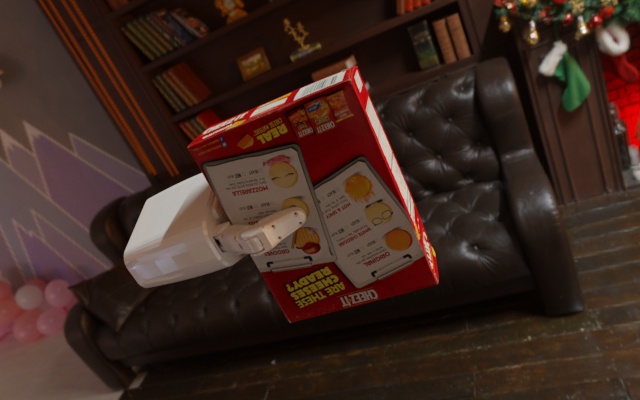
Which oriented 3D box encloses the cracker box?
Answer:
[{"bbox_3d":[0.000,0.001,0.465,0.164,0.214,0.072,-19,23,19],"label":"cracker box"}]
